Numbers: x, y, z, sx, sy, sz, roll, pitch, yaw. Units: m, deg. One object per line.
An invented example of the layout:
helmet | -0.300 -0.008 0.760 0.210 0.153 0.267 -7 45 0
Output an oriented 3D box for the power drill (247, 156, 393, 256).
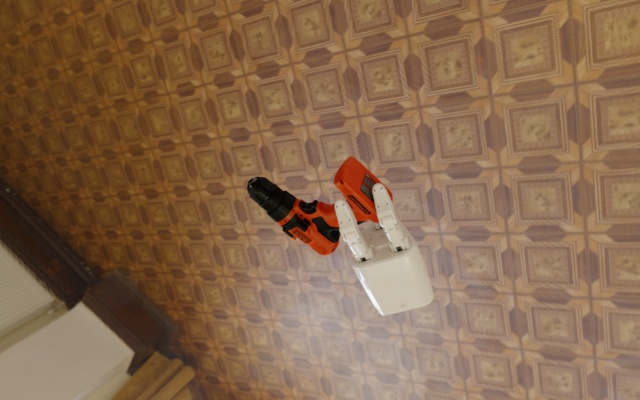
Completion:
power drill | 0.001 0.002 0.726 0.184 0.057 0.188 39 -40 -24
